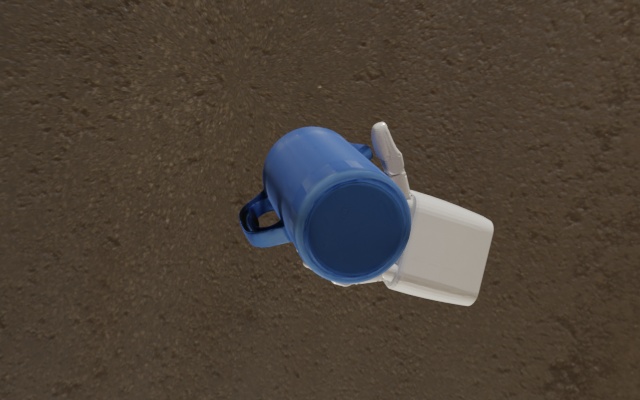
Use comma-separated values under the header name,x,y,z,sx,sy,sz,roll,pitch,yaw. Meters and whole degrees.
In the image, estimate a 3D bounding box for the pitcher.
name,x,y,z,sx,sy,sz,roll,pitch,yaw
pitcher,0.000,0.002,0.528,0.145,0.149,0.242,19,10,-14
